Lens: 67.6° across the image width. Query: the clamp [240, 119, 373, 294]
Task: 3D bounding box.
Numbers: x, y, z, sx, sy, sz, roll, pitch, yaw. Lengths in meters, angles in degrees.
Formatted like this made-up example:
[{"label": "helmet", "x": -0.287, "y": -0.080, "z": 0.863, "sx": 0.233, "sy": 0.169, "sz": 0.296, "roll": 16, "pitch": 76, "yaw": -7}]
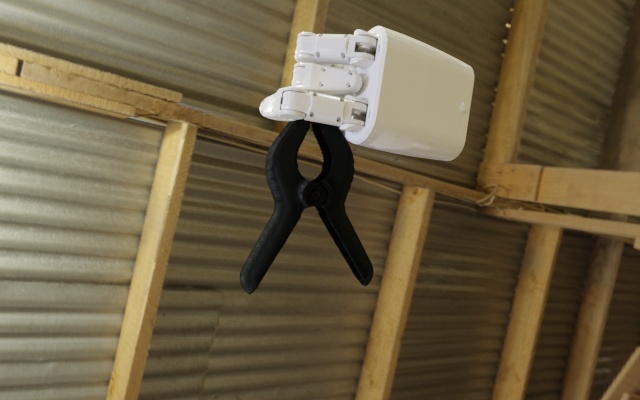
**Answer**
[{"label": "clamp", "x": 0.000, "y": 0.001, "z": 0.419, "sx": 0.120, "sy": 0.171, "sz": 0.039, "roll": 9, "pitch": 3, "yaw": -26}]
